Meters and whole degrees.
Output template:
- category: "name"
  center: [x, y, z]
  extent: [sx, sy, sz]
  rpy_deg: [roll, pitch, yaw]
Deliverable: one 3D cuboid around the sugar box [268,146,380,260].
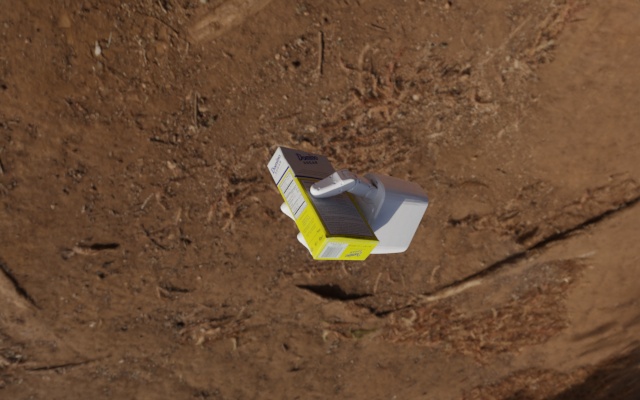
- category: "sugar box"
  center: [0.000, 0.003, 0.663]
  extent: [0.093, 0.048, 0.176]
  rpy_deg: [8, 38, -39]
